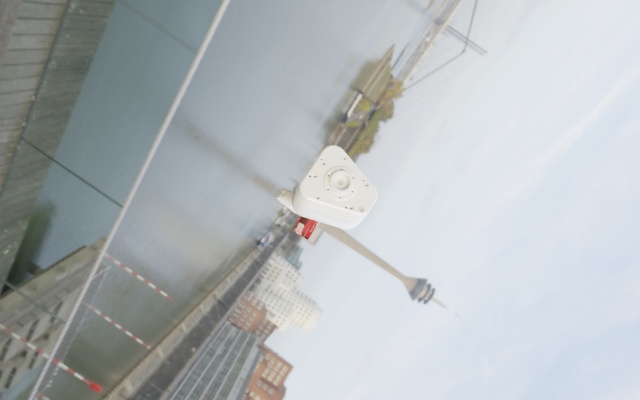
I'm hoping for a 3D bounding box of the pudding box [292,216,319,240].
[{"bbox_3d":[0.000,0.003,0.848,0.039,0.113,0.090,34,-43,2],"label":"pudding box"}]
